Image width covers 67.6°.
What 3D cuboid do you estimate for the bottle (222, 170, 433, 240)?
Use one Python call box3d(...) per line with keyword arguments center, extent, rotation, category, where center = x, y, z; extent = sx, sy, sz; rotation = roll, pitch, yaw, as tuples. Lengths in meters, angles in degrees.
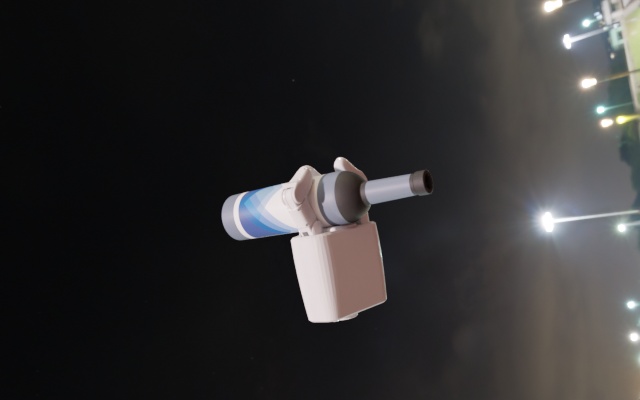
box3d(center=(0.000, 0.002, 0.609), extent=(0.296, 0.069, 0.069), rotation=(-11, -6, 35), category="bottle")
